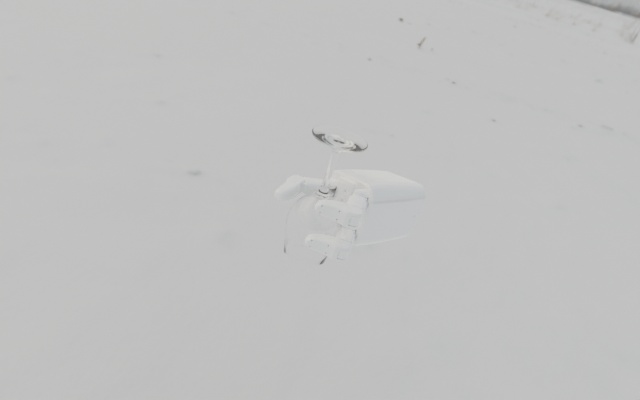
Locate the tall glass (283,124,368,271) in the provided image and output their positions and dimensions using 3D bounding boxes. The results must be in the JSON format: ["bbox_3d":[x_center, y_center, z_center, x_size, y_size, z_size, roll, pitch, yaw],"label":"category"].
[{"bbox_3d":[0.000,0.002,0.657,0.079,0.201,0.079,13,30,-8],"label":"tall glass"}]
